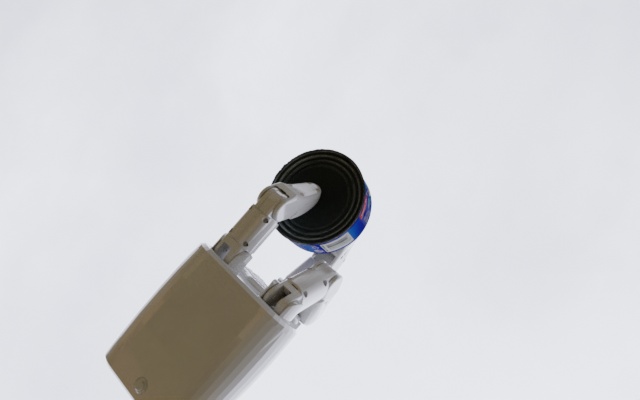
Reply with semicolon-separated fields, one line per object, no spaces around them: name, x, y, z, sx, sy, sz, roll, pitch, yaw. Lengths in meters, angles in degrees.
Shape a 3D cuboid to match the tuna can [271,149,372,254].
tuna can;0.000;0.002;0.410;0.086;0.086;0.034;0;-21;19
